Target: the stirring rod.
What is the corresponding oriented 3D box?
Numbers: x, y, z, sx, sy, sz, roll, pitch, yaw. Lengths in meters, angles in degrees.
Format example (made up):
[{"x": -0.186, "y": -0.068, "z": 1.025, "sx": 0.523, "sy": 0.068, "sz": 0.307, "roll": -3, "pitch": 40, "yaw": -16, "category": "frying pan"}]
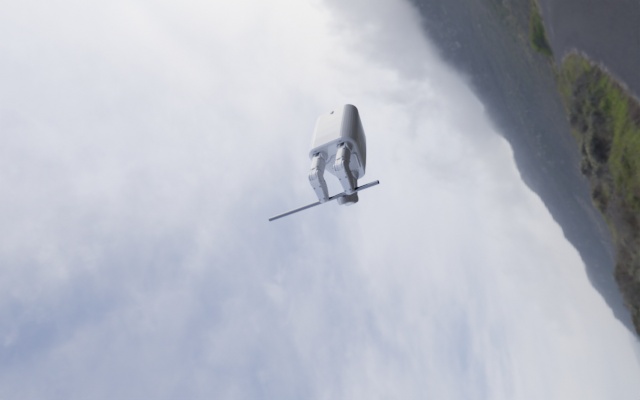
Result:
[{"x": 0.000, "y": 0.003, "z": 0.876, "sx": 0.239, "sy": 0.011, "sz": 0.011, "roll": -19, "pitch": -10, "yaw": 29, "category": "stirring rod"}]
